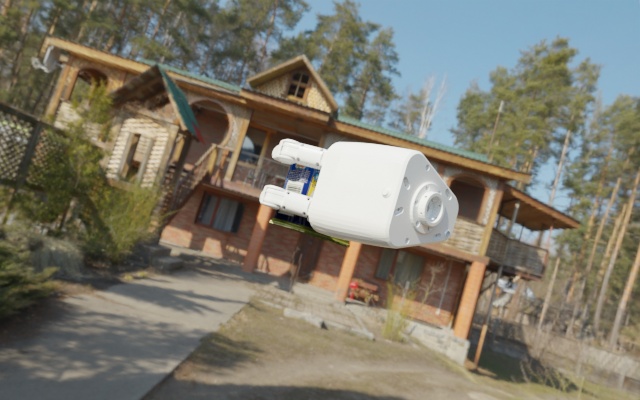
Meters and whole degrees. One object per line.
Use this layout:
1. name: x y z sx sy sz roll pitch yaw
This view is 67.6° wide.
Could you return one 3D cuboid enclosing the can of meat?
1. can of meat: 0.000 0.002 0.567 0.102 0.084 0.057 21 -6 -39
